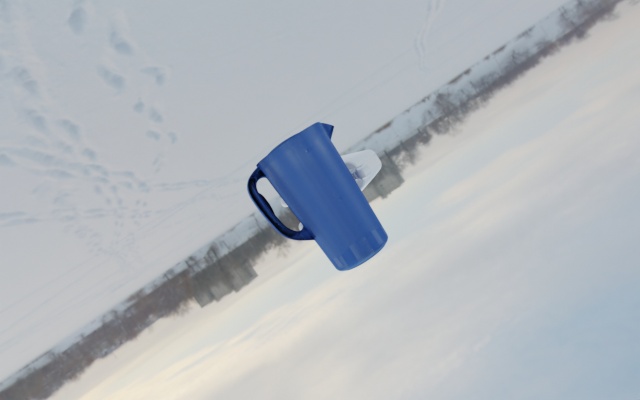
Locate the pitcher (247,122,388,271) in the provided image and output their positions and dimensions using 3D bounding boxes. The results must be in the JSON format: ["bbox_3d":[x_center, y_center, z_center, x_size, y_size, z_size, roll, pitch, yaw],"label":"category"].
[{"bbox_3d":[0.000,0.003,0.820,0.149,0.243,0.145,-32,4,32],"label":"pitcher"}]
